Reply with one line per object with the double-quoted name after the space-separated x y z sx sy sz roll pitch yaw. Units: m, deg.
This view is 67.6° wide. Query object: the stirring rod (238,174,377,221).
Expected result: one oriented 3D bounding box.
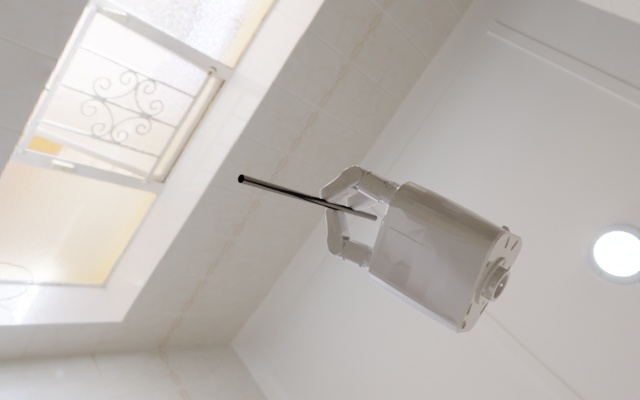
0.000 0.002 0.507 0.011 0.011 0.239 0 -10 35 "stirring rod"
